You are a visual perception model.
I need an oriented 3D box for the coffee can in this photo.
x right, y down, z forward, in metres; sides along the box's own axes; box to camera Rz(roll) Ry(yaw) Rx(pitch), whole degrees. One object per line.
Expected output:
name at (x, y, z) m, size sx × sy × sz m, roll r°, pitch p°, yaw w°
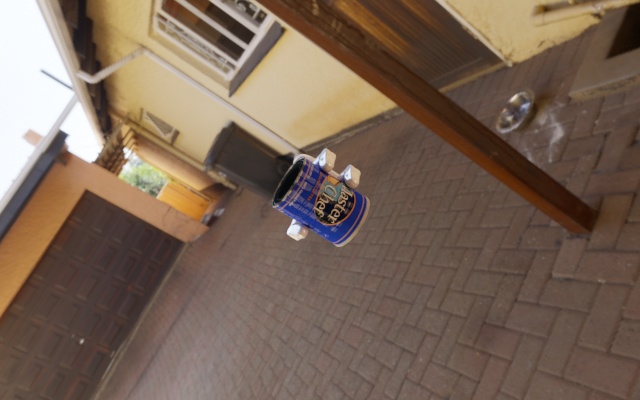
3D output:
coffee can at (0.000, 0.003, 0.835) m, size 0.140 × 0.103 × 0.103 m, roll 32°, pitch -10°, yaw -17°
